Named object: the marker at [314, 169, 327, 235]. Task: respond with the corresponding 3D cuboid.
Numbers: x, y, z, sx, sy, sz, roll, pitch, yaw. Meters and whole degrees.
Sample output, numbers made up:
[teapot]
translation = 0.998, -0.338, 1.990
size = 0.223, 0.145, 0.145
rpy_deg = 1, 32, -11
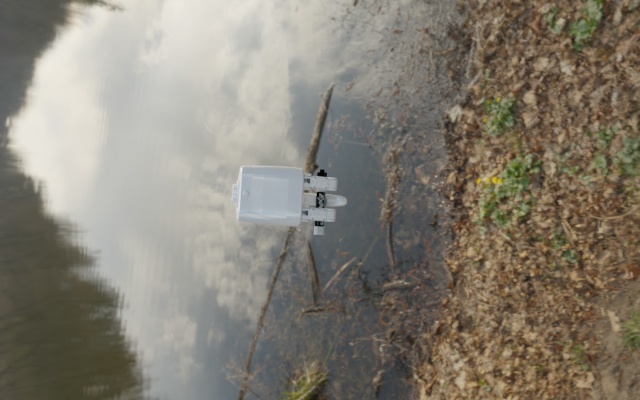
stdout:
[marker]
translation = 0.000, 0.003, 0.882
size = 0.020, 0.121, 0.020
rpy_deg = 3, -2, 0
